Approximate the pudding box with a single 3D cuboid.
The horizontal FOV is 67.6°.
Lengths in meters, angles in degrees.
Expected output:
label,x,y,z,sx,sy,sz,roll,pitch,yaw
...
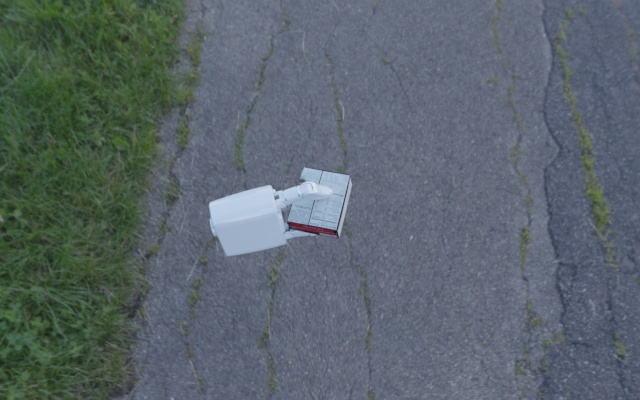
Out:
label,x,y,z,sx,sy,sz,roll,pitch,yaw
pudding box,0.000,0.003,0.820,0.090,0.113,0.039,11,-23,10
